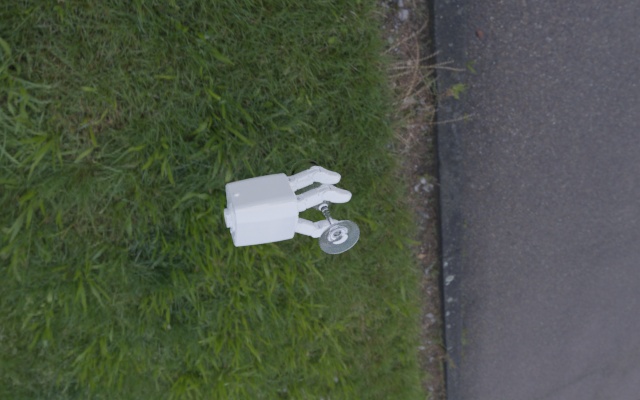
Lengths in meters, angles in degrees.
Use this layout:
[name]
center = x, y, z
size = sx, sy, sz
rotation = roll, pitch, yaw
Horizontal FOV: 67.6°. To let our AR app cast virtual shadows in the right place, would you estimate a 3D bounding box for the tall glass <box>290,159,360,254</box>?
[tall glass]
center = 0.000, 0.003, 0.879
size = 0.079, 0.079, 0.201
rotation = 0, 38, -24
